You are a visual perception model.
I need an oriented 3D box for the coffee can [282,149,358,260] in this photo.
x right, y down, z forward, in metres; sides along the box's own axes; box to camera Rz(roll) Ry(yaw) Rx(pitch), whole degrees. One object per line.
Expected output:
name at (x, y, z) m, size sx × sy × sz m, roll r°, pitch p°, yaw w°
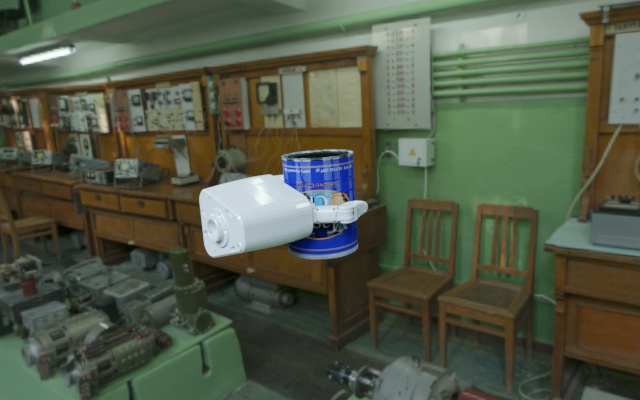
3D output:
coffee can at (0.000, 0.002, 0.686) m, size 0.103 × 0.140 × 0.102 m, roll -3°, pitch 12°, yaw 1°
